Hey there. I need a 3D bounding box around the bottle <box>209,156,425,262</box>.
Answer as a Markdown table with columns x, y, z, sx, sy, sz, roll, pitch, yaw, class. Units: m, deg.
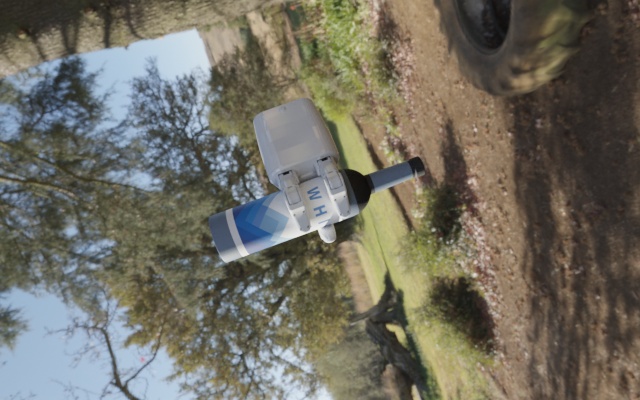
| x | y | z | sx | sy | sz | roll | pitch | yaw | class |
| --- | --- | --- | --- | --- | --- | --- | --- | --- | --- |
| 0.000 | 0.002 | 0.649 | 0.296 | 0.069 | 0.069 | -20 | 1 | -2 | bottle |
